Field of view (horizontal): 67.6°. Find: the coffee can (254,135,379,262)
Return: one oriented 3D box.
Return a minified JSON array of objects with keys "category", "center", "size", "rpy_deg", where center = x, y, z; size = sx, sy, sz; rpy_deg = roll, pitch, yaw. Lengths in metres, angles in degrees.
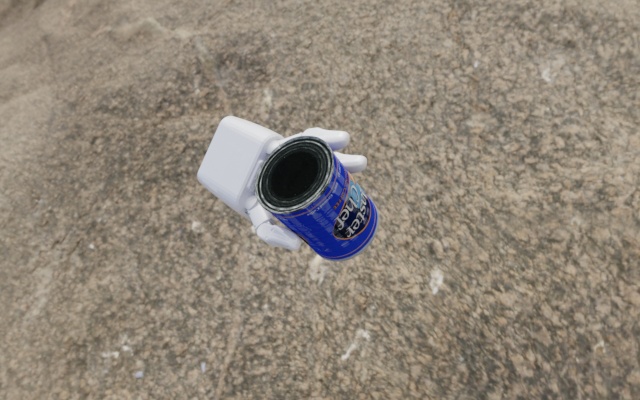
[{"category":"coffee can","center":[0.000,0.002,0.587],"size":[0.103,0.102,0.140],"rpy_deg":[0,-28,30]}]
